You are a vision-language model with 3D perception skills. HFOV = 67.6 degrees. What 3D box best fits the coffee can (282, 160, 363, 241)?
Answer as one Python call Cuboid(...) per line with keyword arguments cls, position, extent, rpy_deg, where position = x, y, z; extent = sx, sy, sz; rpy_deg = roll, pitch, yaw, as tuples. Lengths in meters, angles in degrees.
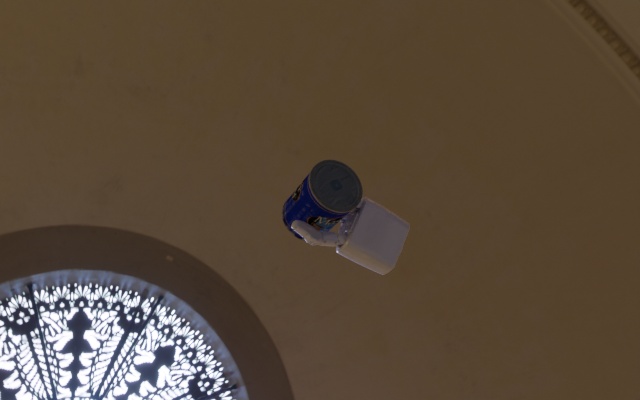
Cuboid(cls="coffee can", position=(0.000, 0.003, 0.887), extent=(0.103, 0.102, 0.140), rpy_deg=(0, -26, -27))
